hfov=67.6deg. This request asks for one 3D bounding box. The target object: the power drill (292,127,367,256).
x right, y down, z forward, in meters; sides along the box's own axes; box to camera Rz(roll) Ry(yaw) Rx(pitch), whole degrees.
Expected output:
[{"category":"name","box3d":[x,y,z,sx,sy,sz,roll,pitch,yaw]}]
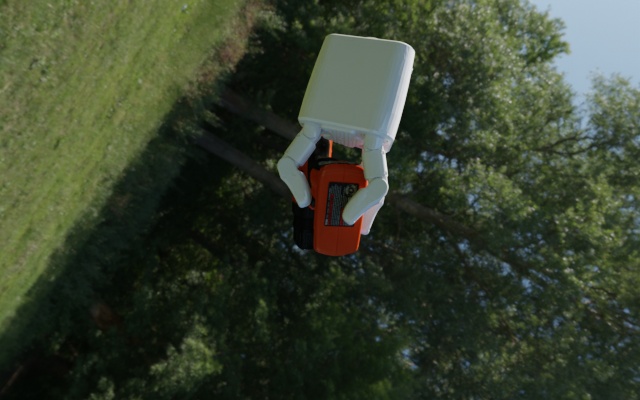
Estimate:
[{"category":"power drill","box3d":[0.000,0.002,0.612,0.057,0.184,0.187,0,16,-14]}]
